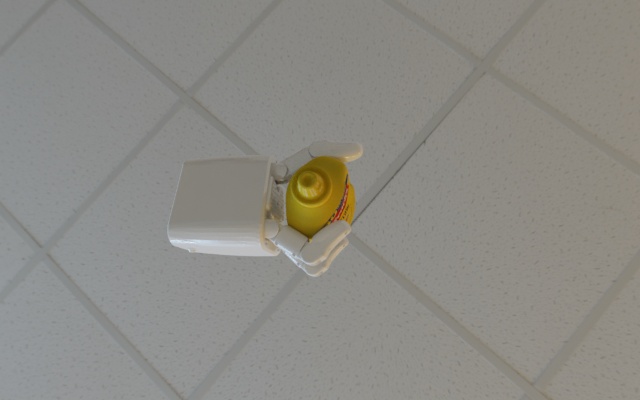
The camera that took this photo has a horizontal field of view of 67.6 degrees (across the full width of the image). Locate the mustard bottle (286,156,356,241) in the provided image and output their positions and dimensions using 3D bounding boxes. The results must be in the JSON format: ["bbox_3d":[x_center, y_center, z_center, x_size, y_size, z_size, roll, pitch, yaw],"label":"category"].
[{"bbox_3d":[0.000,0.002,0.541,0.058,0.096,0.192,25,-8,13],"label":"mustard bottle"}]
